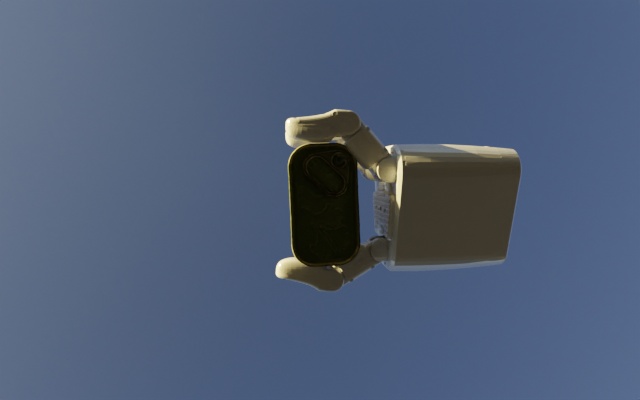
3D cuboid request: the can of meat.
[{"bbox_3d":[0.000,0.001,0.432,0.057,0.102,0.084,-3,4,-5],"label":"can of meat"}]
